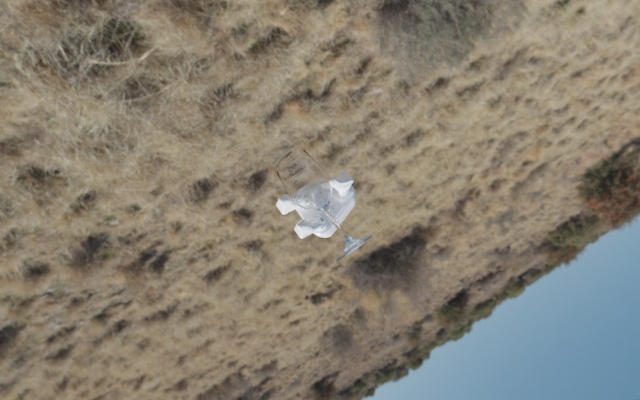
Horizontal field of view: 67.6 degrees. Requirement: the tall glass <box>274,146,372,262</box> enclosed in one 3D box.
[{"bbox_3d":[0.001,0.003,0.825,0.079,0.201,0.079,-34,-11,-8],"label":"tall glass"}]
